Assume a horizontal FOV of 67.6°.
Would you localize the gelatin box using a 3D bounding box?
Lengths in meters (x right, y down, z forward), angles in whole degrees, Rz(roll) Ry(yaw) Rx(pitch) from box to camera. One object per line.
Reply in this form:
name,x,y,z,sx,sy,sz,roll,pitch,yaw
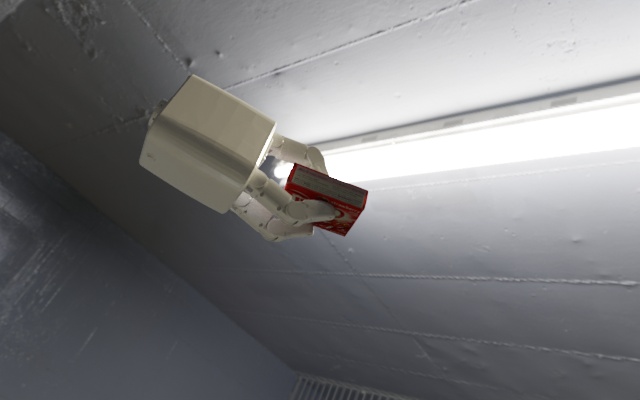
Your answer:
gelatin box,0.001,0.002,0.537,0.089,0.030,0.073,20,-31,-4
